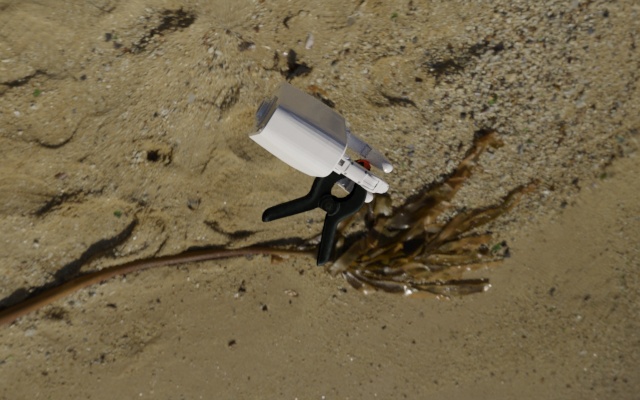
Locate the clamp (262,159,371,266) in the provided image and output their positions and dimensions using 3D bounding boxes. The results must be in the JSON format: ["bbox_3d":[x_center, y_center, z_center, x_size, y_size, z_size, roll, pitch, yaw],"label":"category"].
[{"bbox_3d":[0.000,0.002,0.684,0.120,0.171,0.039,31,12,-18],"label":"clamp"}]
